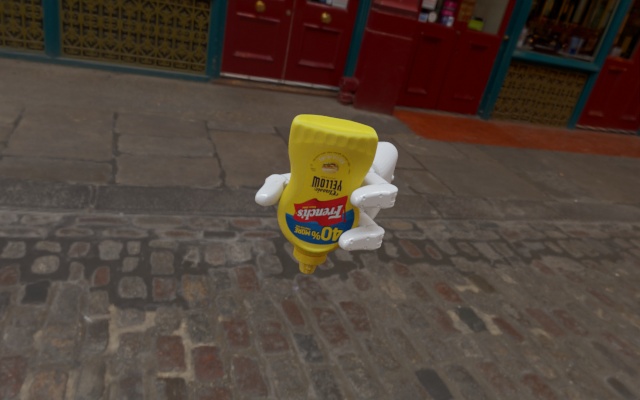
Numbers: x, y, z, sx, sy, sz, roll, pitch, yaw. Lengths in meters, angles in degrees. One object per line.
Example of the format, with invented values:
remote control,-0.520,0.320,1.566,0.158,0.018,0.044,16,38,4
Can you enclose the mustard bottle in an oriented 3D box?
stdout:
mustard bottle,0.000,0.002,0.557,0.096,0.192,0.058,8,25,-7
